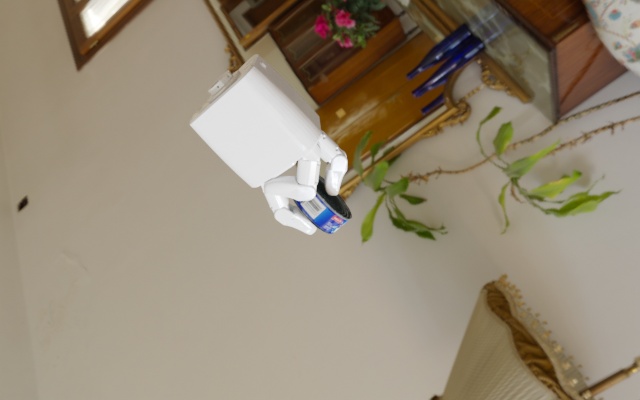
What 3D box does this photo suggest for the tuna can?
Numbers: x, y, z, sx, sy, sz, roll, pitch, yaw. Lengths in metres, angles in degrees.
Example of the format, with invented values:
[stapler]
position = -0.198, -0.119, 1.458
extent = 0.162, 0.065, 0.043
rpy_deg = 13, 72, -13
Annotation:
[tuna can]
position = 0.000, 0.002, 0.624
extent = 0.034, 0.086, 0.086
rpy_deg = -42, -13, 15
